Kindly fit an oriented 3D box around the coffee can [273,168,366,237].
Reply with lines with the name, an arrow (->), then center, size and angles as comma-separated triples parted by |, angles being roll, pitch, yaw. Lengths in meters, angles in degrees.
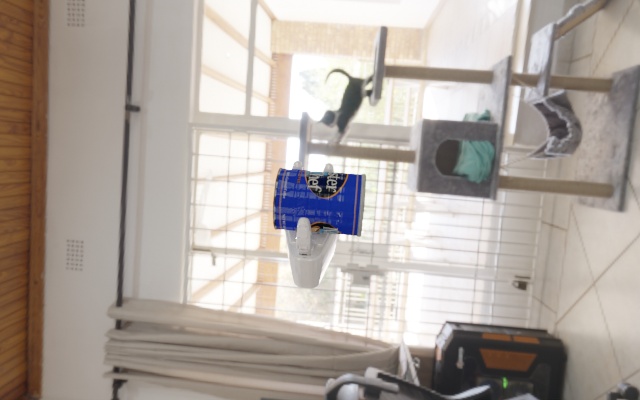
coffee can -> 0.000, 0.002, 0.776 | 0.140, 0.103, 0.103 | 5, 0, 3
